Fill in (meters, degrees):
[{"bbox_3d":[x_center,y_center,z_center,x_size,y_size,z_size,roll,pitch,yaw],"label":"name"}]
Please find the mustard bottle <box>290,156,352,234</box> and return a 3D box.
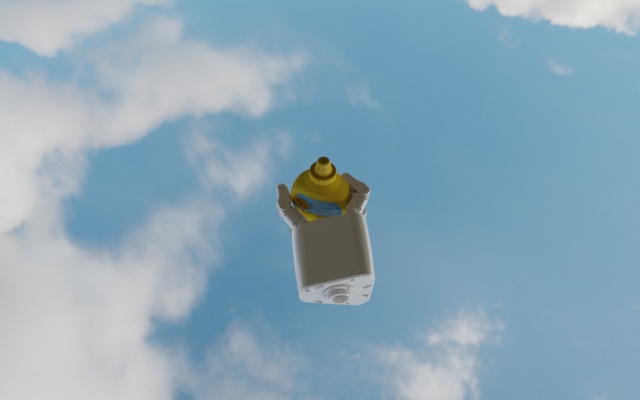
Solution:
[{"bbox_3d":[0.000,0.002,0.761,0.096,0.058,0.192,16,-37,9],"label":"mustard bottle"}]
